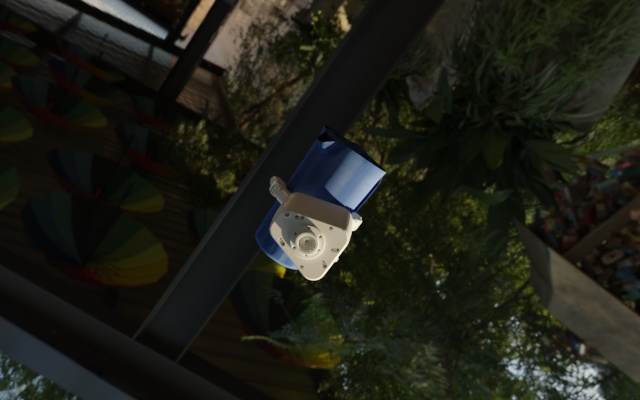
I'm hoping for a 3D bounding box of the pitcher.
[{"bbox_3d":[0.000,0.003,0.852,0.149,0.243,0.145,36,12,-6],"label":"pitcher"}]
